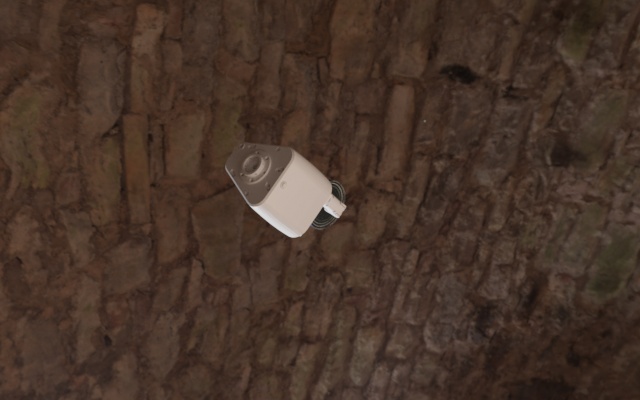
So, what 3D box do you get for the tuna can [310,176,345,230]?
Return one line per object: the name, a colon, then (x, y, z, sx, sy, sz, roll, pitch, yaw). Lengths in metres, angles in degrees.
tuna can: (0.000, 0.002, 0.790, 0.033, 0.086, 0.086, 26, 17, 39)
